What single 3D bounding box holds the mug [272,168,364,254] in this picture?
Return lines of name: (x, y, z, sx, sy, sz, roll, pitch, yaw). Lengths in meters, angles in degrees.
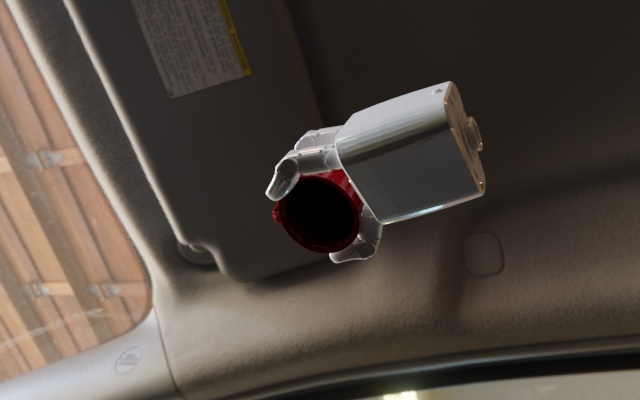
mug: (-0.001, 0.002, 0.543, 0.117, 0.093, 0.081, -14, 20, 28)
